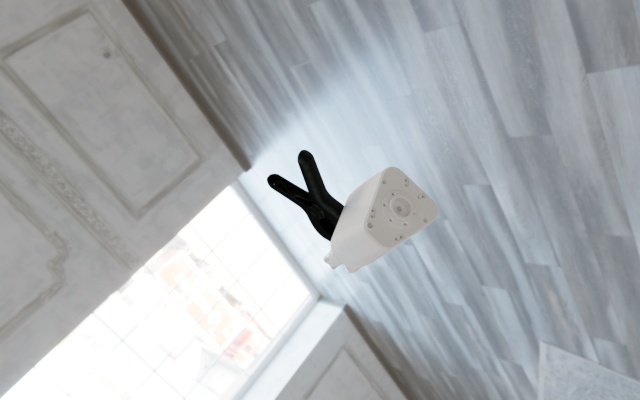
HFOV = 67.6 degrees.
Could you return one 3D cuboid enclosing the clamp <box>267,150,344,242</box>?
[{"bbox_3d":[0.000,0.003,0.702,0.039,0.171,0.120,-48,2,-28],"label":"clamp"}]
